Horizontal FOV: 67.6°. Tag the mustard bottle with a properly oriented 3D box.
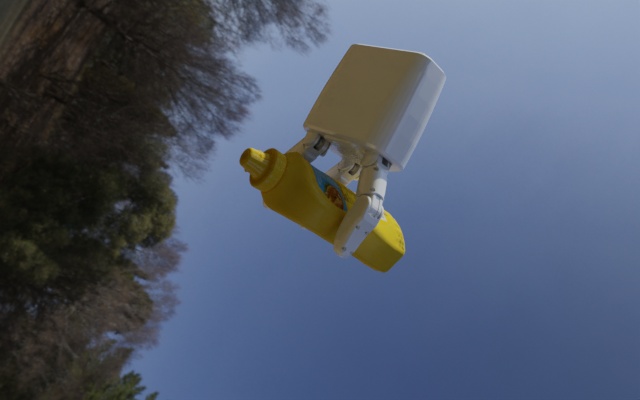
[{"bbox_3d":[0.000,0.002,0.480,0.192,0.058,0.096,32,18,-34],"label":"mustard bottle"}]
